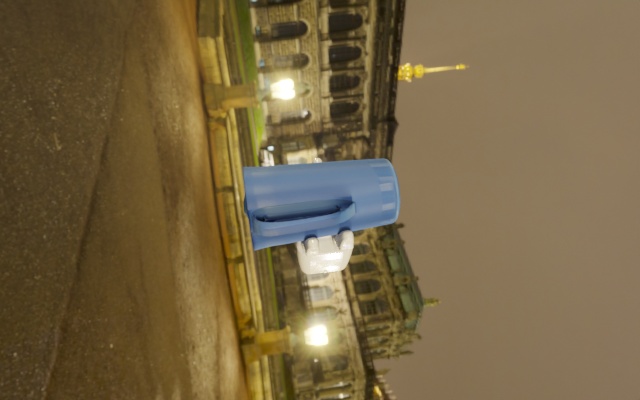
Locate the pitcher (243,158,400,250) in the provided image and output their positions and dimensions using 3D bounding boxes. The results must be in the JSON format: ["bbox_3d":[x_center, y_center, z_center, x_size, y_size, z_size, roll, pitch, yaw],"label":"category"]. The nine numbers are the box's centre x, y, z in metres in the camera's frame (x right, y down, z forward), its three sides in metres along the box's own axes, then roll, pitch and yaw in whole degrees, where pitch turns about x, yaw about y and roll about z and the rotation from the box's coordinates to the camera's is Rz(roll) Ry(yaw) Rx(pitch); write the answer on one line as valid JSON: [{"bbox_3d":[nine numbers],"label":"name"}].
[{"bbox_3d":[0.000,0.003,0.760,0.243,0.149,0.145,-8,-28,-6],"label":"pitcher"}]
